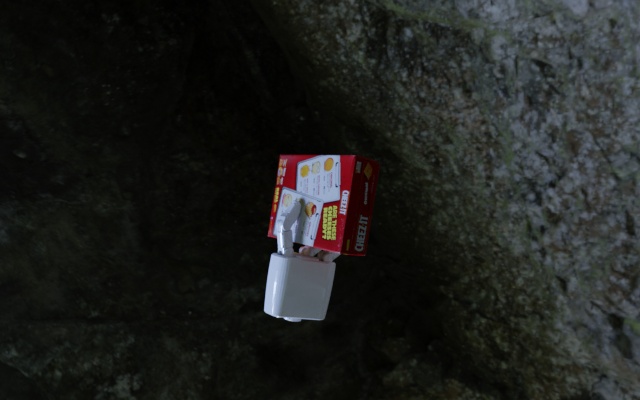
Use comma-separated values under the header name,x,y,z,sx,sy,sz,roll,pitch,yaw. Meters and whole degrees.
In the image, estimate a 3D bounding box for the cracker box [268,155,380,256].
name,x,y,z,sx,sy,sz,roll,pitch,yaw
cracker box,0.000,0.003,0.866,0.072,0.164,0.213,10,-2,-40
